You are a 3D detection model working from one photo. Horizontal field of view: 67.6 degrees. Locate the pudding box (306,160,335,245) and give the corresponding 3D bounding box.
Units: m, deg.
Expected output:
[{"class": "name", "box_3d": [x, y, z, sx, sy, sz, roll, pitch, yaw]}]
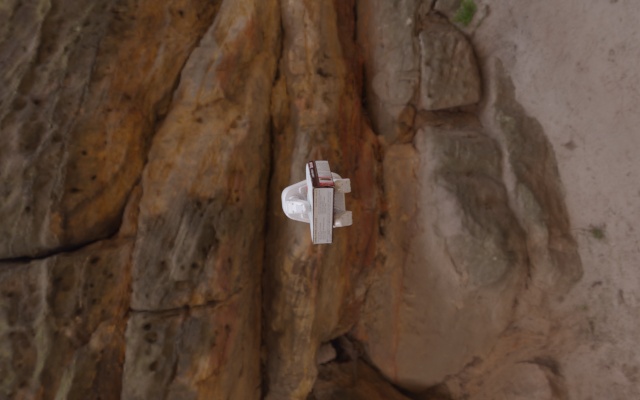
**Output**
[{"class": "pudding box", "box_3d": [0.000, 0.003, 0.785, 0.039, 0.114, 0.090, -5, 33, -5]}]
